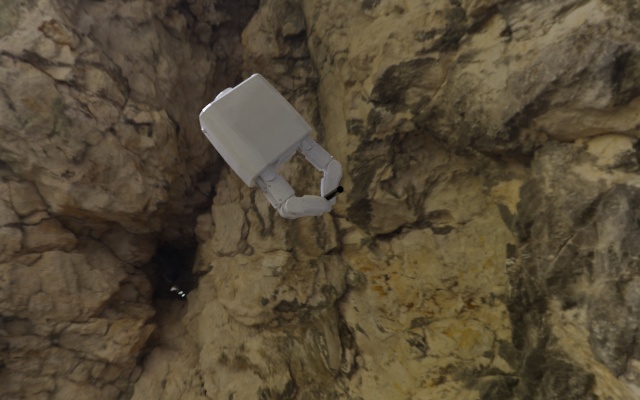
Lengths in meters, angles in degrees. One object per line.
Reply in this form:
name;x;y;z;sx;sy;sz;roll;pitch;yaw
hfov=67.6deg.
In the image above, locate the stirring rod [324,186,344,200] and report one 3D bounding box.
stirring rod;0.000;0.002;0.656;0.011;0.011;0.239;0;-7;-11
